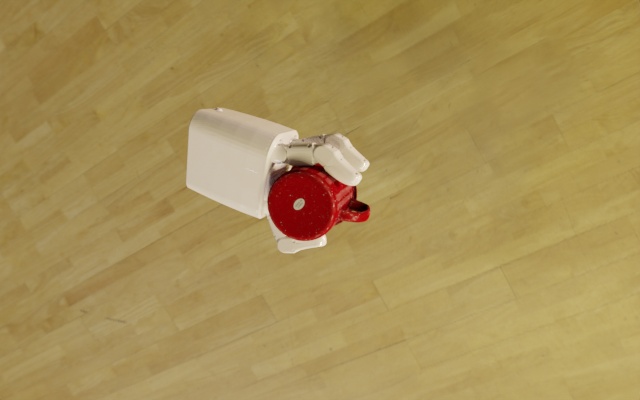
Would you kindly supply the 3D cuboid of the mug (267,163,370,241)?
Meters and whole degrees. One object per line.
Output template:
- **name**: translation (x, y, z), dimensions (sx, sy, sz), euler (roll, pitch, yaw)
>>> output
- **mug**: translation (0.001, 0.002, 0.552), dimensions (0.117, 0.093, 0.081), euler (20, 18, 11)
